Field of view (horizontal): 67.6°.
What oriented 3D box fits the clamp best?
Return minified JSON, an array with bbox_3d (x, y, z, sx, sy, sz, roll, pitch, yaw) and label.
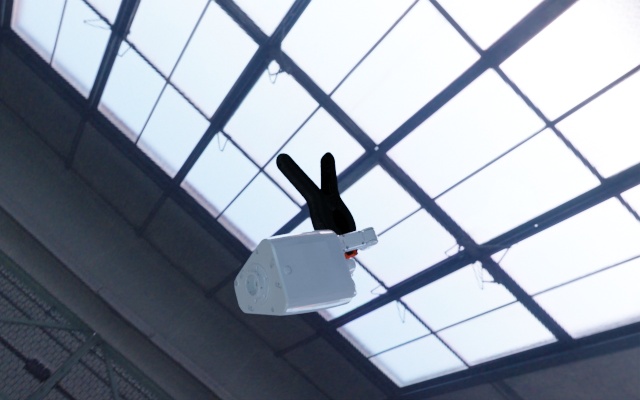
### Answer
[{"bbox_3d":[0.000,0.003,0.669,0.120,0.171,0.039,-1,-27,-44],"label":"clamp"}]
